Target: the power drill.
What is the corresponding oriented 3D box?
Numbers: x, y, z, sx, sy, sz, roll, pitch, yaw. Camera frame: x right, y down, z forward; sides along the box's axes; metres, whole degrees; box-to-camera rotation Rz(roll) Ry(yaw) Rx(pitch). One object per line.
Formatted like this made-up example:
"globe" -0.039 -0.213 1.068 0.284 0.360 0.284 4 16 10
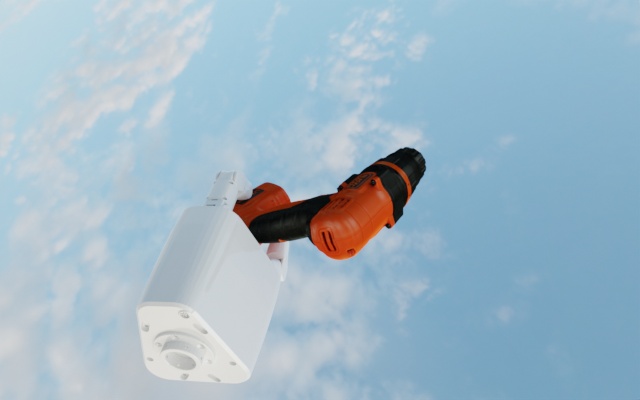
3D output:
"power drill" 0.000 0.002 0.484 0.187 0.057 0.184 -11 17 37
